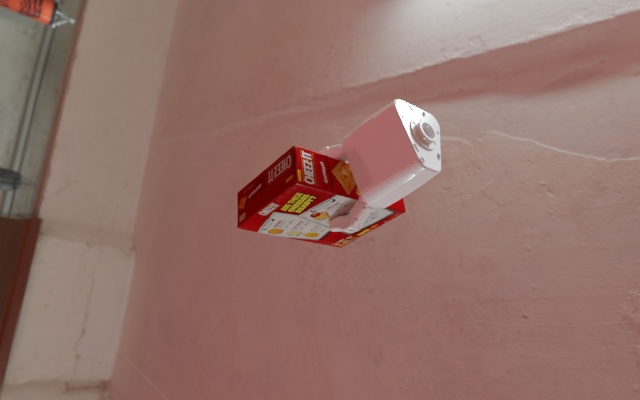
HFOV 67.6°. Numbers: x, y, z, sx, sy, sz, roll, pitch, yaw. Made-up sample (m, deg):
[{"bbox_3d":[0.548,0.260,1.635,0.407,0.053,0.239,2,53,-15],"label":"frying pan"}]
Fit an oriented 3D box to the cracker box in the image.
[{"bbox_3d":[0.000,0.003,0.756,0.214,0.072,0.164,15,-34,-36],"label":"cracker box"}]
